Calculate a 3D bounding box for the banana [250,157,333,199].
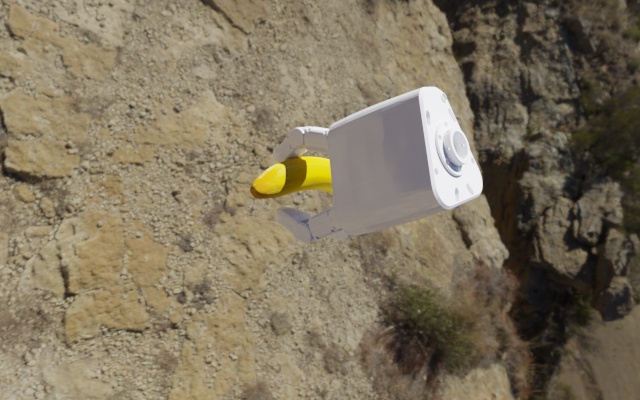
[{"bbox_3d":[0.003,-0.015,0.549,0.037,0.069,0.198,-10,-21,42],"label":"banana"}]
